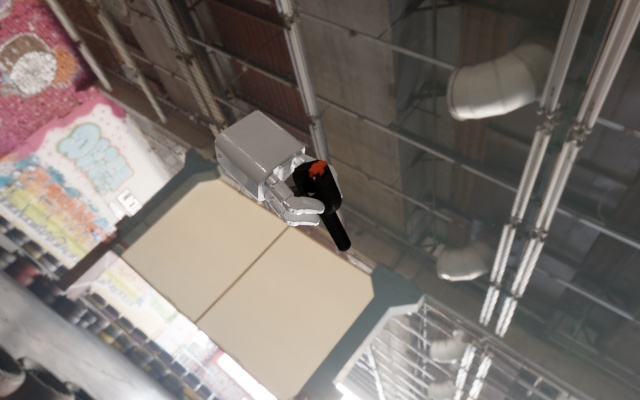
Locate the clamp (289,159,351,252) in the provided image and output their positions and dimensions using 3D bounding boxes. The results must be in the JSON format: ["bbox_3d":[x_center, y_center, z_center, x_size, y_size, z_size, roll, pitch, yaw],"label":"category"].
[{"bbox_3d":[0.001,0.002,0.784,0.036,0.164,0.210,-44,-10,-20],"label":"clamp"}]
